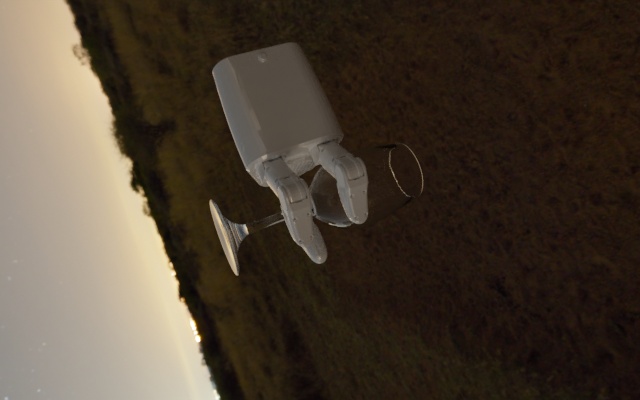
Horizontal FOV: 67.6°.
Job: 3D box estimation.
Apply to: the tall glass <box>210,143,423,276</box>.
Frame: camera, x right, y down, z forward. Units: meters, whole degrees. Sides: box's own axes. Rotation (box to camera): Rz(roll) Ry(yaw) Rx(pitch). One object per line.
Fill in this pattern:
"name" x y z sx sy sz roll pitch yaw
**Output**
"tall glass" -0.001 0.002 0.468 0.201 0.079 0.079 -20 6 -18
